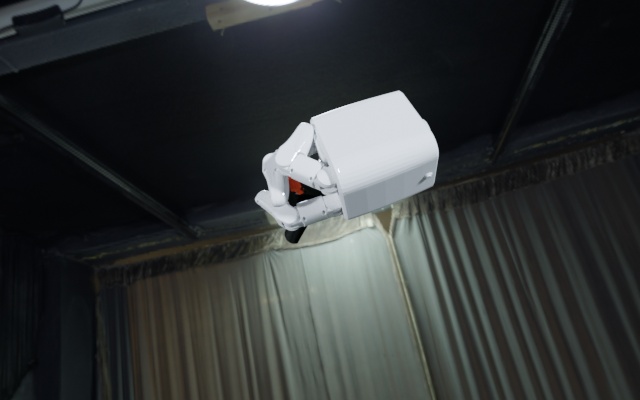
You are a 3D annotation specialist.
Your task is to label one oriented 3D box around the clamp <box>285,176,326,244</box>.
[{"bbox_3d":[0.000,0.001,0.598,0.120,0.039,0.171,-26,-22,-5],"label":"clamp"}]
